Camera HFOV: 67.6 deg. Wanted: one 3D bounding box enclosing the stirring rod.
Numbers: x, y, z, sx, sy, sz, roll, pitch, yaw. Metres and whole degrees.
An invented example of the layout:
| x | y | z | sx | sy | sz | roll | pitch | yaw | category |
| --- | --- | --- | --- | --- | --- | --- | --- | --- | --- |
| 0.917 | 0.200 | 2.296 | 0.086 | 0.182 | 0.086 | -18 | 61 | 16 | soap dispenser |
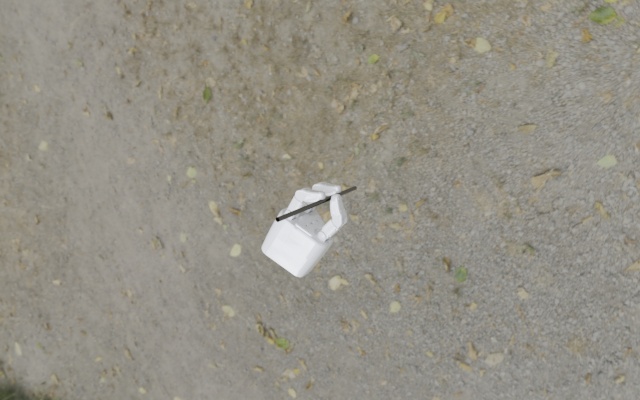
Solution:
| x | y | z | sx | sy | sz | roll | pitch | yaw | category |
| --- | --- | --- | --- | --- | --- | --- | --- | --- | --- |
| 0.000 | 0.003 | 0.859 | 0.011 | 0.011 | 0.239 | 0 | 13 | 36 | stirring rod |
